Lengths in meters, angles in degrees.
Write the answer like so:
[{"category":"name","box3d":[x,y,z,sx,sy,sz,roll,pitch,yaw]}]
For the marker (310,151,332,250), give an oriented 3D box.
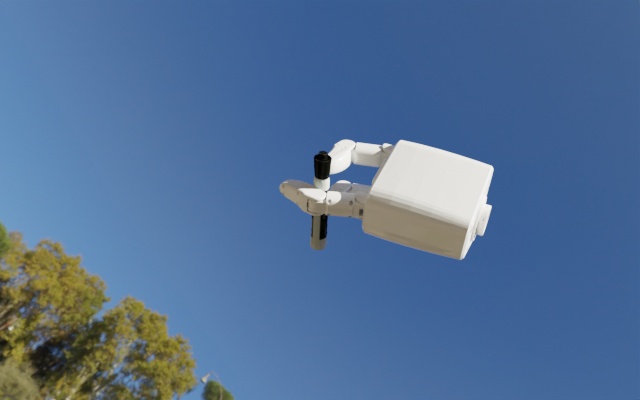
[{"category":"marker","box3d":[0.000,0.002,0.522,0.020,0.121,0.020,2,33,-1]}]
